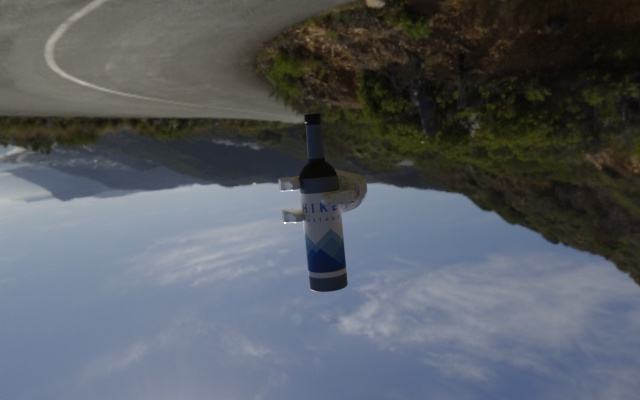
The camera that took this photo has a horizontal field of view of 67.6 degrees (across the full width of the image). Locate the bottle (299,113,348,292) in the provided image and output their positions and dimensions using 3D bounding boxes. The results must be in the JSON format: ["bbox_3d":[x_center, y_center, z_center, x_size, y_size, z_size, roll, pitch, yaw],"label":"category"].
[{"bbox_3d":[0.000,0.003,0.808,0.069,0.296,0.069,-5,7,1],"label":"bottle"}]
